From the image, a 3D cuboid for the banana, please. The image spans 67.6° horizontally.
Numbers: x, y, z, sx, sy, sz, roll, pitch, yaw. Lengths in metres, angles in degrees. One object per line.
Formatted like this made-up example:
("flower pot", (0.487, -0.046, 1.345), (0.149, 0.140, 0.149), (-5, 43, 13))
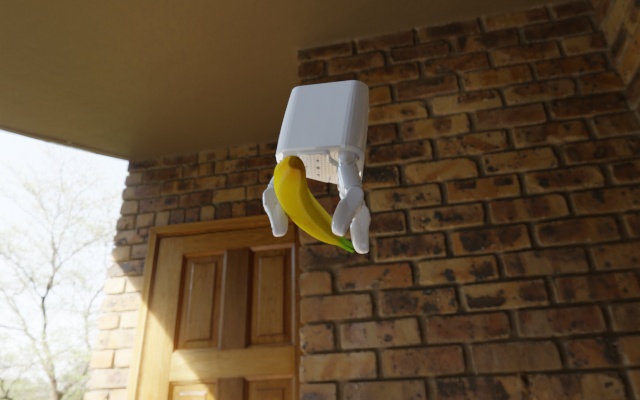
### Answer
("banana", (-0.015, 0.002, 0.556), (0.069, 0.037, 0.198), (6, -27, 28))
